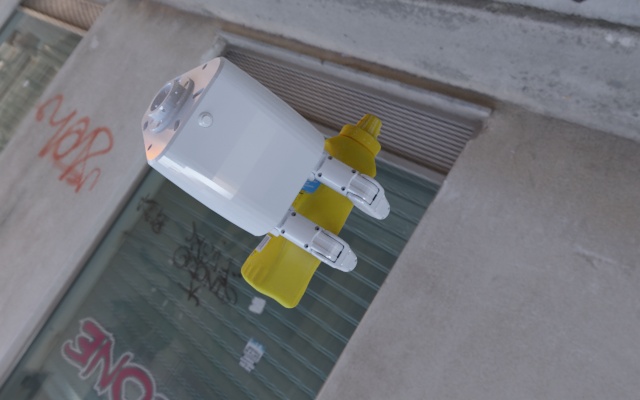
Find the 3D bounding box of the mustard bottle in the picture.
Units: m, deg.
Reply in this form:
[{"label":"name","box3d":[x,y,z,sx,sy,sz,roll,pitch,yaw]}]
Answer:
[{"label":"mustard bottle","box3d":[0.000,0.002,0.447,0.058,0.191,0.096,33,-6,-11]}]
